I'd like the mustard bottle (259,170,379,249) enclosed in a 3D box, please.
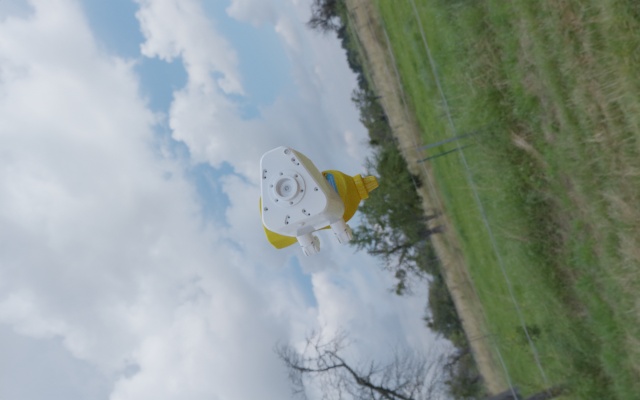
[{"bbox_3d":[0.000,0.003,0.764,0.191,0.096,0.058,-21,-33,9],"label":"mustard bottle"}]
